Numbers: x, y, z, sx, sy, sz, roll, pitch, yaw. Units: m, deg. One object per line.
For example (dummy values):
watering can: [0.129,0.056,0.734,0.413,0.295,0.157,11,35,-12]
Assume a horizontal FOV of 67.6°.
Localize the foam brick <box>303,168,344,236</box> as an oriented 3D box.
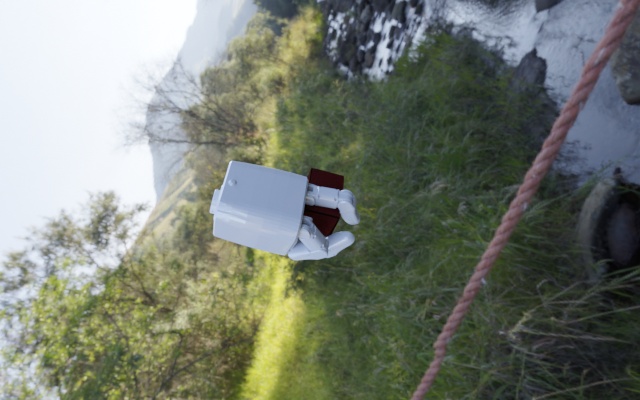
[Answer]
foam brick: [0.000,0.002,0.679,0.051,0.078,0.053,14,-39,-8]
